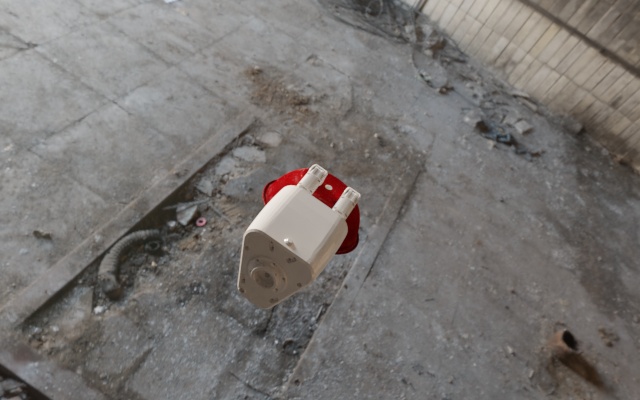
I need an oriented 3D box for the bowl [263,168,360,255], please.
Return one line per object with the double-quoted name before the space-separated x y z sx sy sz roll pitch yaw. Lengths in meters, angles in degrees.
"bowl" 0.000 0.001 0.694 0.162 0.055 0.162 26 28 -15
